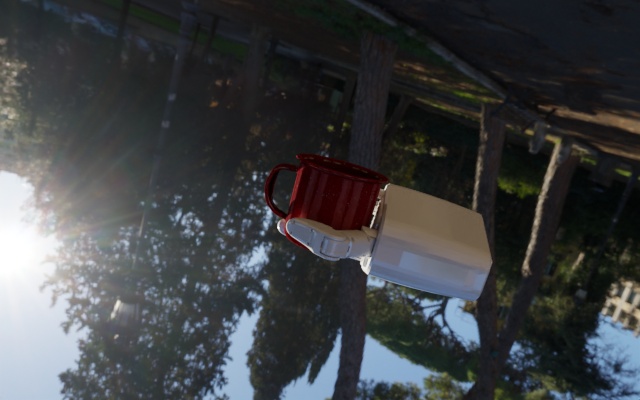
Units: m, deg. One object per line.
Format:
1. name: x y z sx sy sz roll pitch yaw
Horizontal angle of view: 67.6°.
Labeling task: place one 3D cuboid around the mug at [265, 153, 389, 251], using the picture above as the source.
1. mug: -0.001 0.001 0.475 0.117 0.081 0.093 16 12 4
